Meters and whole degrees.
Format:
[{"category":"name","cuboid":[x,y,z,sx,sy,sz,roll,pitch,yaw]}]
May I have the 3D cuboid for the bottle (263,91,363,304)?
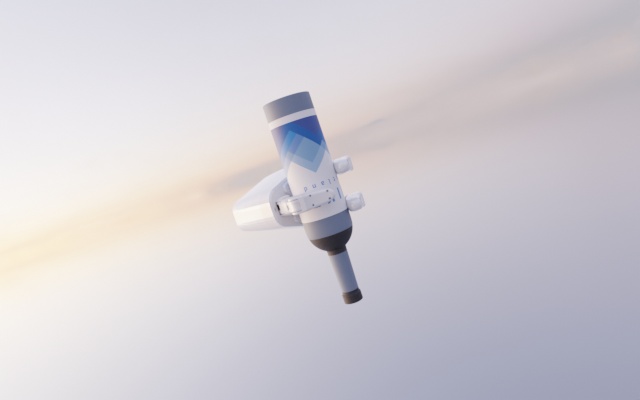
[{"category":"bottle","cuboid":[0.000,0.002,0.659,0.069,0.296,0.069,-19,5,2]}]
